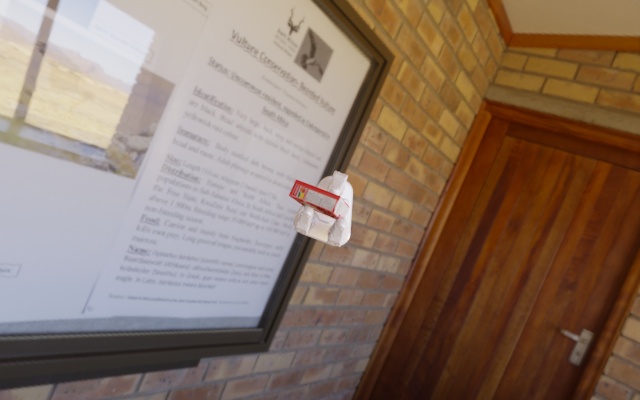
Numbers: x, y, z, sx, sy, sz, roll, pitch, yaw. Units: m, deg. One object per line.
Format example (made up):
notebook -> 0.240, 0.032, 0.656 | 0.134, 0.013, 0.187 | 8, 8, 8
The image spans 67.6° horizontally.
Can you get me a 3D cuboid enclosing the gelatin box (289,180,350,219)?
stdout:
gelatin box -> 0.000, 0.002, 0.720 | 0.073, 0.030, 0.089 | 22, -6, 15
